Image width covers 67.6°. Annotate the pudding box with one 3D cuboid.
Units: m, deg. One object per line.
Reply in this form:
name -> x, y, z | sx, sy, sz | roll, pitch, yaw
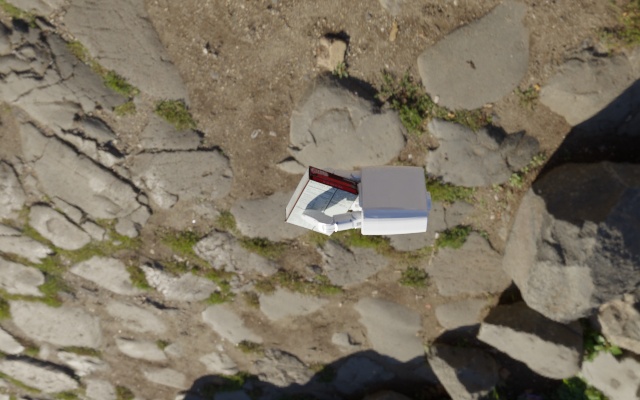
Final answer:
pudding box -> 0.000, 0.003, 0.805 | 0.090, 0.113, 0.039 | 19, 39, -16
